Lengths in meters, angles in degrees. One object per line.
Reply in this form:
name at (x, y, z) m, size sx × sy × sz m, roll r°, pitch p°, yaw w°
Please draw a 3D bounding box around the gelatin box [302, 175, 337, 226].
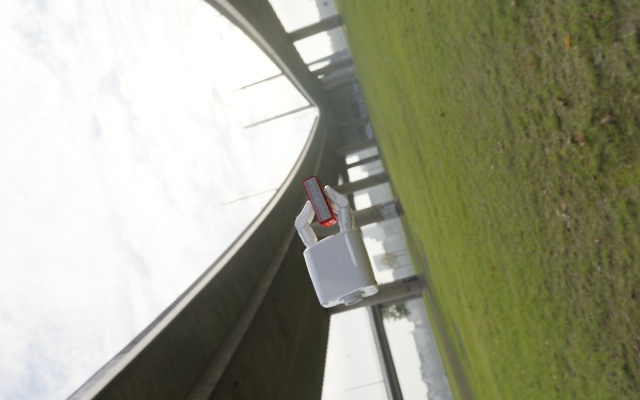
gelatin box at (0.000, 0.003, 0.896) m, size 0.030 × 0.089 × 0.073 m, roll -24°, pitch -10°, yaw 5°
